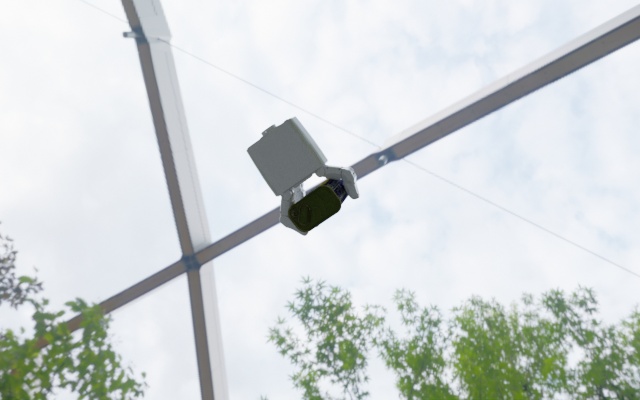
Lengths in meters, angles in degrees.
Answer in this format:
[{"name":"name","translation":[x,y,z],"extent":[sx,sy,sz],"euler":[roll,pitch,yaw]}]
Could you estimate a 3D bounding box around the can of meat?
[{"name":"can of meat","translation":[0.000,0.003,0.882],"extent":[0.102,0.057,0.084],"euler":[-35,6,25]}]
